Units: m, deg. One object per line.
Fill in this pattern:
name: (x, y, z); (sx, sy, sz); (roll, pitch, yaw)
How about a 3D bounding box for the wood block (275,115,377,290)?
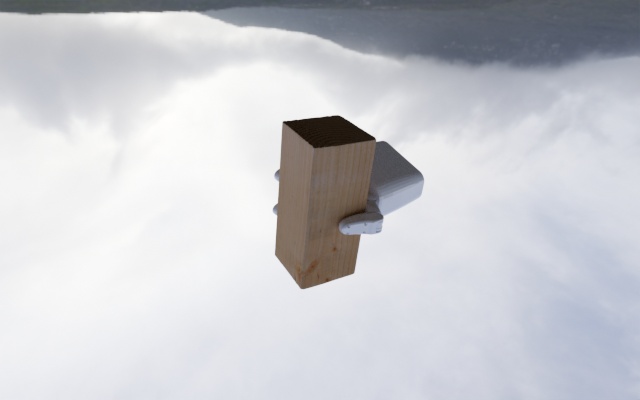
wood block: (0.001, 0.002, 0.636); (0.090, 0.206, 0.090); (-12, 34, -28)
